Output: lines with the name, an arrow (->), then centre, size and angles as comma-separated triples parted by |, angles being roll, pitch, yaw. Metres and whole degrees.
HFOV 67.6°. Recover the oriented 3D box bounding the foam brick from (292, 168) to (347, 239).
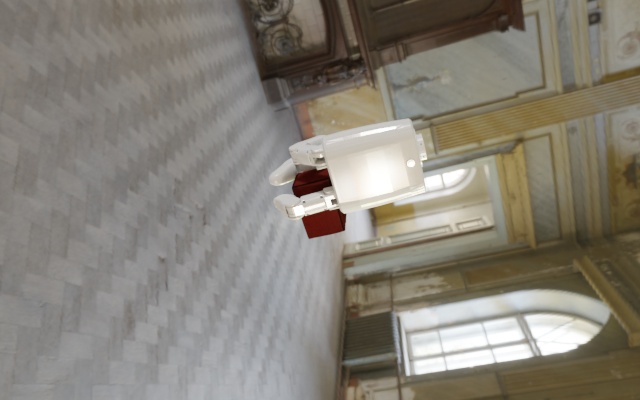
foam brick -> 0.000, 0.002, 0.626 | 0.051, 0.078, 0.053 | -13, 22, 10
